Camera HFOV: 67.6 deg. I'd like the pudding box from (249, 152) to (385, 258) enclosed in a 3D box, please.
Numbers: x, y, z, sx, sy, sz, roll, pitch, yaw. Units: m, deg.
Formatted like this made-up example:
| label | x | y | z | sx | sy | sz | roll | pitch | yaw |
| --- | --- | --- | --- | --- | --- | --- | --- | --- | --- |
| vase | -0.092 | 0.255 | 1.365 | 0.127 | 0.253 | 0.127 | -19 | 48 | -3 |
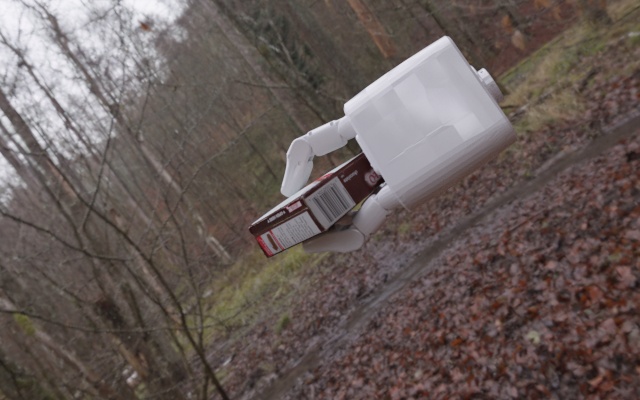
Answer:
| label | x | y | z | sx | sy | sz | roll | pitch | yaw |
| --- | --- | --- | --- | --- | --- | --- | --- | --- | --- |
| pudding box | 0.000 | 0.001 | 0.447 | 0.090 | 0.039 | 0.113 | -30 | 3 | 46 |
